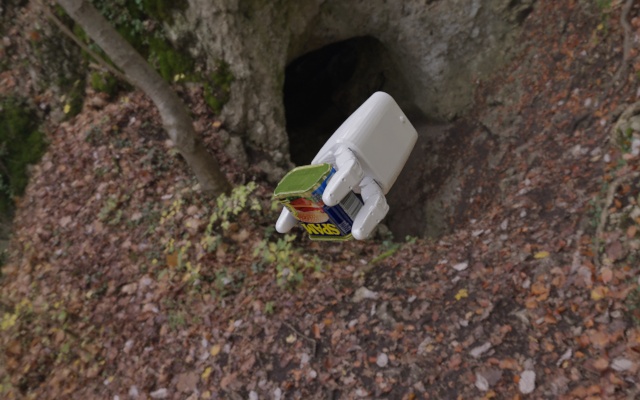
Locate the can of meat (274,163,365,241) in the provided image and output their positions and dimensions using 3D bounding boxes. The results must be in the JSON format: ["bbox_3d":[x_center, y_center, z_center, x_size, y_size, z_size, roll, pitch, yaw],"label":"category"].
[{"bbox_3d":[0.000,0.002,0.597,0.084,0.057,0.102,49,-28,-23],"label":"can of meat"}]
